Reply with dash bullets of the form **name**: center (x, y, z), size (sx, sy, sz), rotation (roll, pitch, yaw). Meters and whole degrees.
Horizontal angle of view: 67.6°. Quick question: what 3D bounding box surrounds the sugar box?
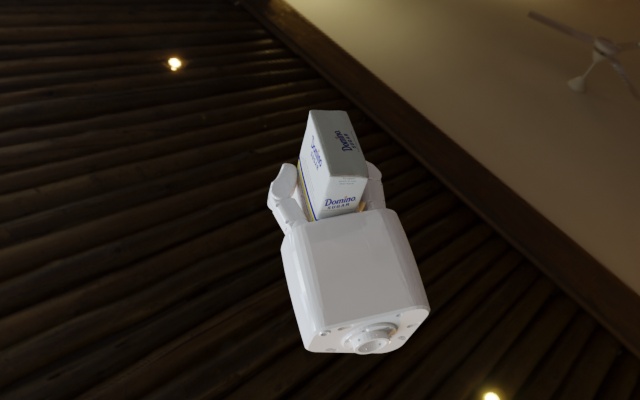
- **sugar box**: center (0.001, 0.002, 0.507), size (0.048, 0.093, 0.176), rotation (0, -40, -19)
